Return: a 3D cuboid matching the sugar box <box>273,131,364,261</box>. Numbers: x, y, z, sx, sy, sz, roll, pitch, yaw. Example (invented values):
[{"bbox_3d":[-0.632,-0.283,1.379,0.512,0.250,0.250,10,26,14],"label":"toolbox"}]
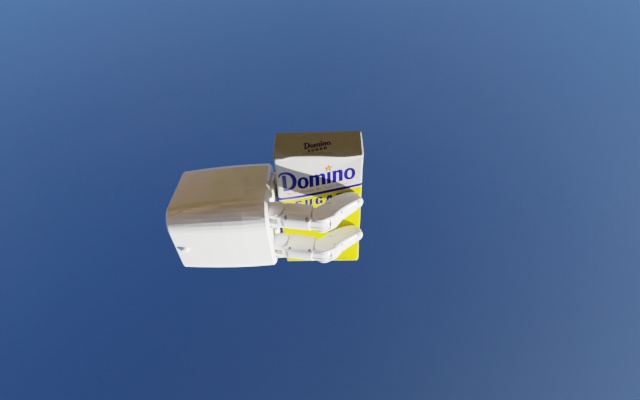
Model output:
[{"bbox_3d":[0.000,0.002,0.550,0.093,0.048,0.176,-2,-41,1],"label":"sugar box"}]
